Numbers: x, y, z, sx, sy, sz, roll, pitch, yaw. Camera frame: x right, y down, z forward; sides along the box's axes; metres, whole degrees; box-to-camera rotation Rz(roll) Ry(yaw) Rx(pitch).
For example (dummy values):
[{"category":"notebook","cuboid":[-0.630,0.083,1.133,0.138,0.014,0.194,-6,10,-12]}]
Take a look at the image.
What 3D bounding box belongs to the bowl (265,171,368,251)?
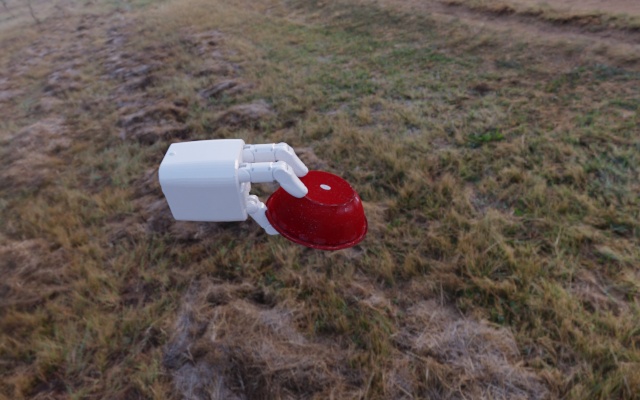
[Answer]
[{"category":"bowl","cuboid":[0.001,0.002,0.716,0.162,0.055,0.162,11,33,-7]}]
